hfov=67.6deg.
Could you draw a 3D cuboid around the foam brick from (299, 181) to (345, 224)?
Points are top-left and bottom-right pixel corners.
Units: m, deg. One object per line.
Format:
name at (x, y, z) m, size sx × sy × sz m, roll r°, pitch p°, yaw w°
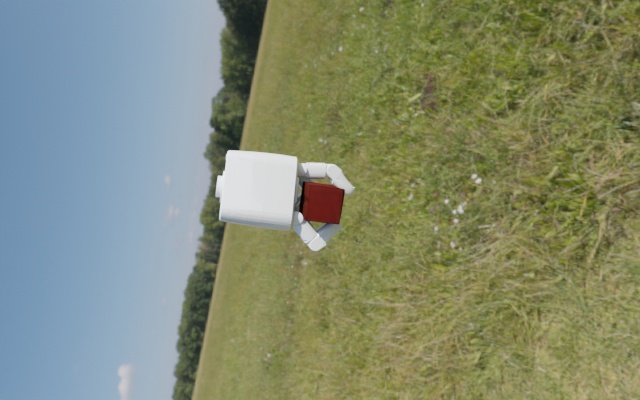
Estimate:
foam brick at (0.000, 0.002, 0.708) m, size 0.051 × 0.053 × 0.078 m, roll 8°, pitch 4°, yaw -11°
